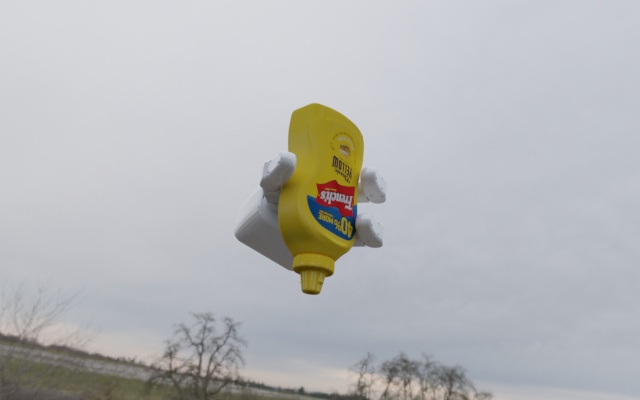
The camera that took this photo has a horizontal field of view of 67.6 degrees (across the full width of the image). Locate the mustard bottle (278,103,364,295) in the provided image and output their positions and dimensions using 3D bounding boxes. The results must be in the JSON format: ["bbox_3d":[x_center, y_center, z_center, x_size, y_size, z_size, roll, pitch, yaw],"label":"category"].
[{"bbox_3d":[0.000,0.001,0.494,0.058,0.191,0.096,-13,-30,37],"label":"mustard bottle"}]
